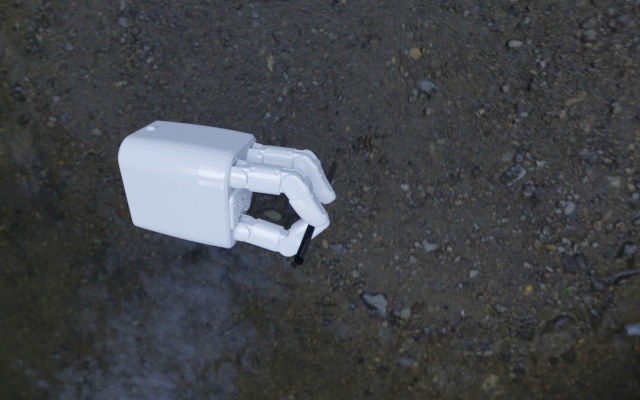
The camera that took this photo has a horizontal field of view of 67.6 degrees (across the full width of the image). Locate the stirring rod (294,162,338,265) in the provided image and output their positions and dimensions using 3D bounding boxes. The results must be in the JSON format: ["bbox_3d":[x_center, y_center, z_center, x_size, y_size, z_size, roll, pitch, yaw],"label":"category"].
[{"bbox_3d":[0.000,0.002,0.499,0.011,0.011,0.239,0,23,9],"label":"stirring rod"}]
